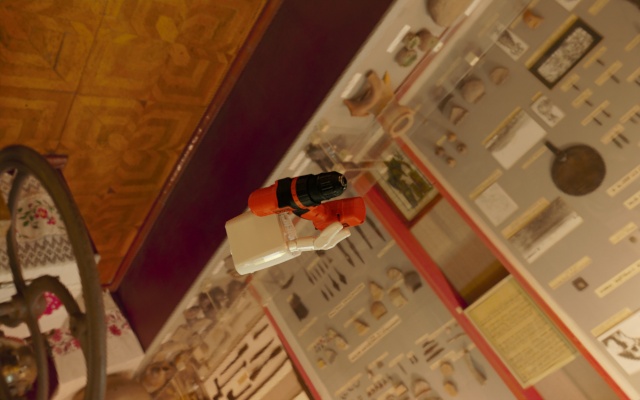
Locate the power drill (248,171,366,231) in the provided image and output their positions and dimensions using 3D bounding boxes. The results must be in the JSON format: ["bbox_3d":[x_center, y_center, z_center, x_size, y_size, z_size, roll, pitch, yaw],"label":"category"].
[{"bbox_3d":[0.000,0.003,0.814,0.184,0.057,0.188,-11,-20,33],"label":"power drill"}]
